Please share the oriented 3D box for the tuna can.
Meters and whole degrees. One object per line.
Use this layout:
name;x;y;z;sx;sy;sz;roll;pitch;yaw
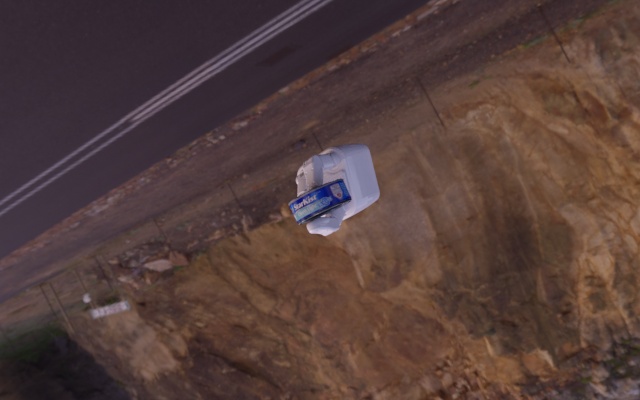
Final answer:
tuna can;0.000;0.003;0.671;0.086;0.034;0.086;-25;-5;-2
